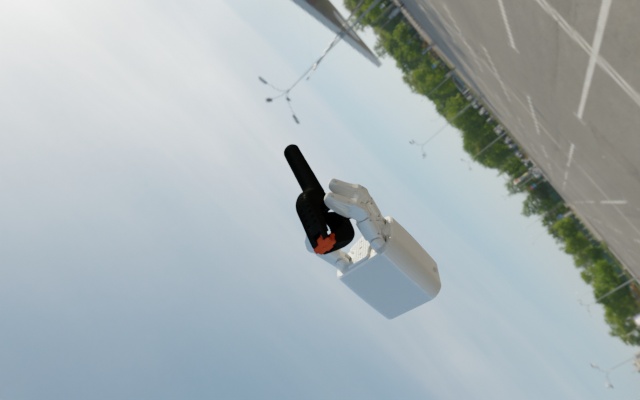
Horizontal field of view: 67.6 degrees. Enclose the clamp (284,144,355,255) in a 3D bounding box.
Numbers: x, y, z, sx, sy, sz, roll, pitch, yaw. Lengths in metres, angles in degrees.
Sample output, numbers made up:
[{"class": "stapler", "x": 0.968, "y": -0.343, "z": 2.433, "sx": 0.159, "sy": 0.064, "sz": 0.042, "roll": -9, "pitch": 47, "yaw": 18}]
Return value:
[{"class": "clamp", "x": 0.000, "y": 0.003, "z": 0.668, "sx": 0.164, "sy": 0.036, "sz": 0.210, "roll": 41, "pitch": 22, "yaw": -10}]
